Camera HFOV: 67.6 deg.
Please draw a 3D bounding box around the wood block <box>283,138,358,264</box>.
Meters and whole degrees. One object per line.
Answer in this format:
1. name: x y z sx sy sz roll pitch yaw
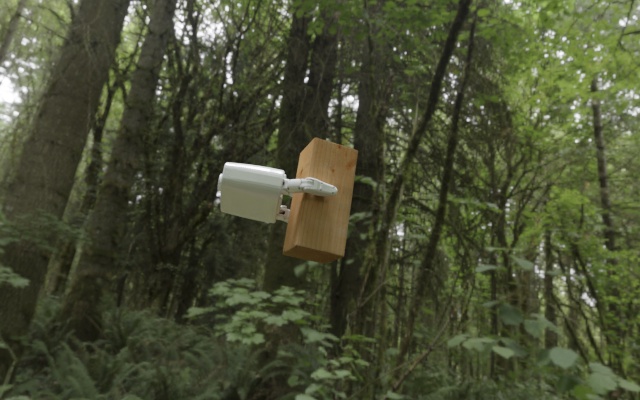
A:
1. wood block: 0.000 0.003 0.884 0.090 0.206 0.091 15 -20 -17
